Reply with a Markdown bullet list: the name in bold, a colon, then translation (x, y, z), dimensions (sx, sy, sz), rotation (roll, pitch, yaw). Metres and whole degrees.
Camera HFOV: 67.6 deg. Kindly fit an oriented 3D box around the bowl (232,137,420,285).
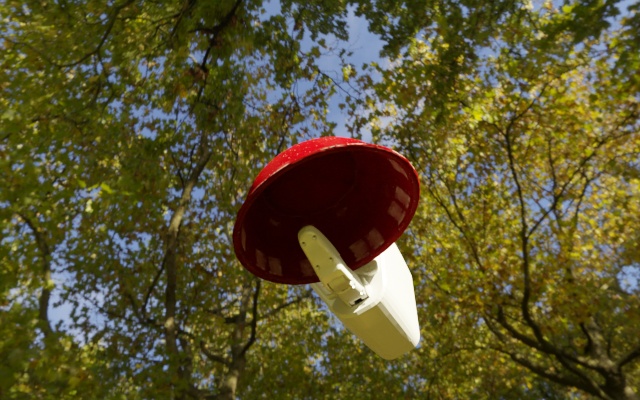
- **bowl**: translation (0.000, 0.000, 0.407), dimensions (0.162, 0.162, 0.055), rotation (0, 44, -26)
